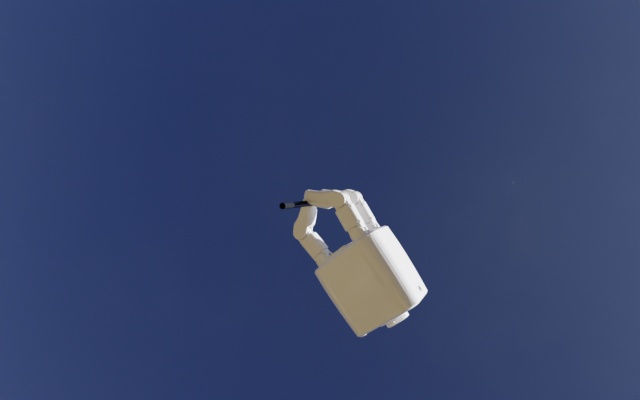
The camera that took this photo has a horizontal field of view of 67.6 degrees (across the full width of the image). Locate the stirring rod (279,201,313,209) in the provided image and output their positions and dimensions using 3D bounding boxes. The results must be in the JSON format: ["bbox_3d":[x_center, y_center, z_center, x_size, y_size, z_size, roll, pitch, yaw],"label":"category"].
[{"bbox_3d":[0.000,0.002,0.673,0.011,0.011,0.239,0,2,22],"label":"stirring rod"}]
